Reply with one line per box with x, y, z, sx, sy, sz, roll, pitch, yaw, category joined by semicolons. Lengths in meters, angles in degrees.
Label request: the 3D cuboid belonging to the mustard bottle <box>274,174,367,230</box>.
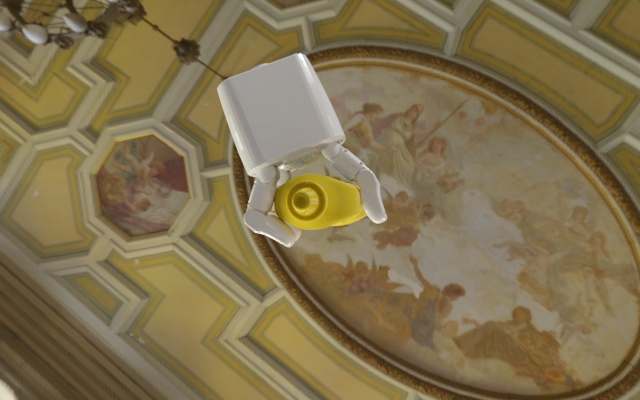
0.000;0.002;0.542;0.096;0.058;0.191;1;-1;11;mustard bottle
